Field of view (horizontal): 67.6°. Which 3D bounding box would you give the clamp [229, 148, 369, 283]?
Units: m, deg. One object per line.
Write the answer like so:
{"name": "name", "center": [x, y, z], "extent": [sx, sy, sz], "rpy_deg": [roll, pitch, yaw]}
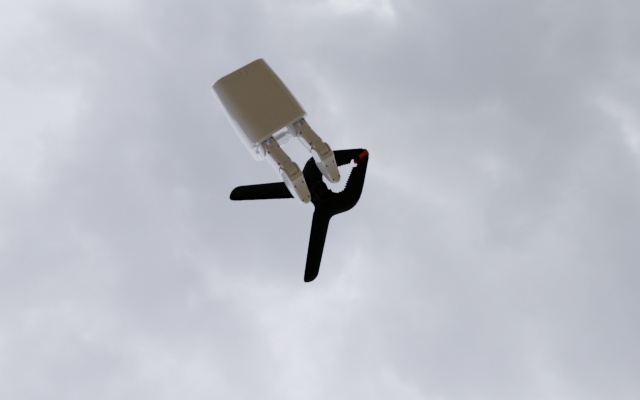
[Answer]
{"name": "clamp", "center": [0.000, 0.002, 0.683], "extent": [0.210, 0.164, 0.036], "rpy_deg": [-35, -1, -22]}
